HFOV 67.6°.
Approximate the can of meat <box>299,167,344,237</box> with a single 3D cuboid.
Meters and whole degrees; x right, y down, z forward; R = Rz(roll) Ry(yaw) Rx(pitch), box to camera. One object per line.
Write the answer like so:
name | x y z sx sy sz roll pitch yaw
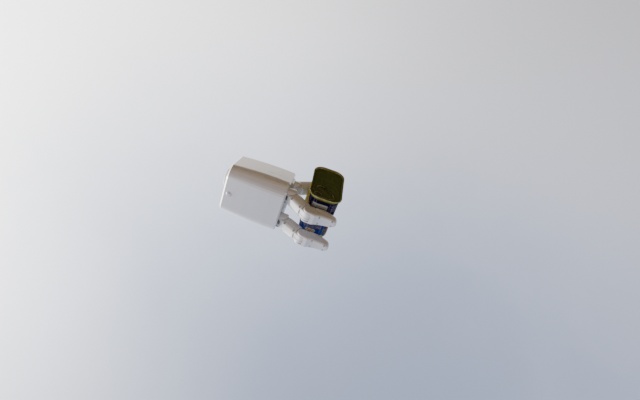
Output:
can of meat | 0.000 0.003 0.853 0.057 0.084 0.102 18 34 -6
